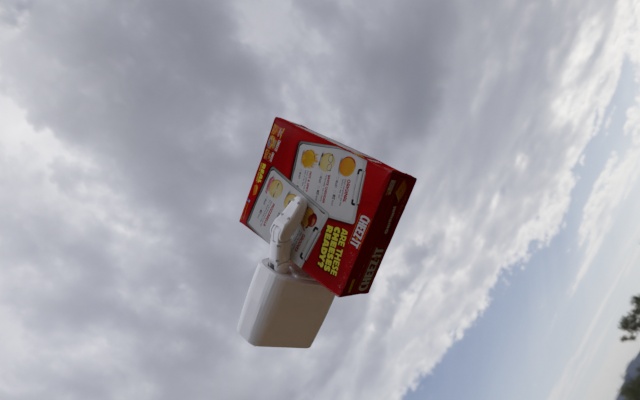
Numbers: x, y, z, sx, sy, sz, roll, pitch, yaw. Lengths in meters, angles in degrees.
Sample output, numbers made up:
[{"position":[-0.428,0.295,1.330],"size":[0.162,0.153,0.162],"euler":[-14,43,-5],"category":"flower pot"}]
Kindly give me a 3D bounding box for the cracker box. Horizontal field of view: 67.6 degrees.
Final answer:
[{"position":[0.000,0.002,0.634],"size":[0.213,0.164,0.072],"euler":[30,15,38],"category":"cracker box"}]
